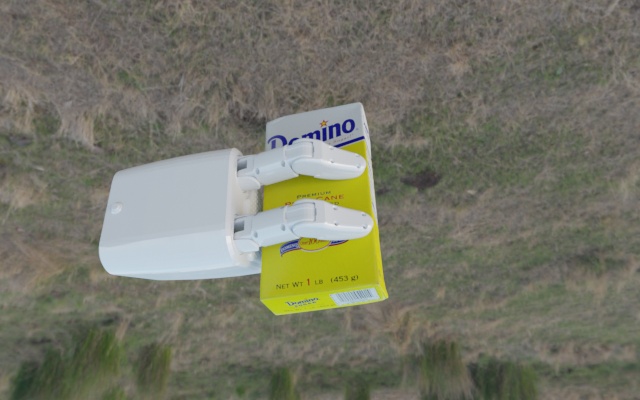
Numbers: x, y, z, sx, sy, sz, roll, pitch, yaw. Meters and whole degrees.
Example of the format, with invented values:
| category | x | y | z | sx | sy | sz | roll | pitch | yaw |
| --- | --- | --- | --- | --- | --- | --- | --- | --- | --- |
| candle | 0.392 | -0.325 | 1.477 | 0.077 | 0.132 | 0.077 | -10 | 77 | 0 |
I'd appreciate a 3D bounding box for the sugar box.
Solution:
| category | x | y | z | sx | sy | sz | roll | pitch | yaw |
| --- | --- | --- | --- | --- | --- | --- | --- | --- | --- |
| sugar box | 0.000 | 0.001 | 0.404 | 0.093 | 0.176 | 0.048 | -10 | -30 | 11 |
